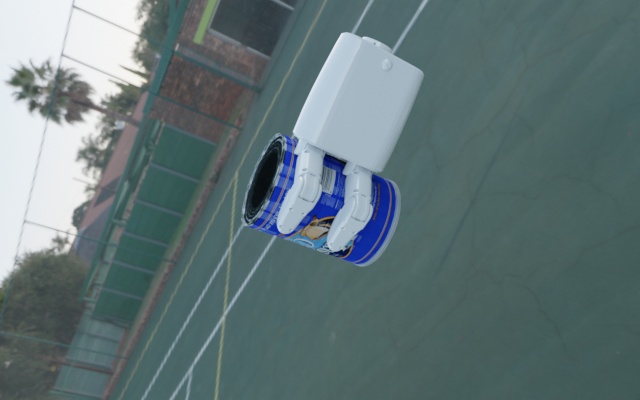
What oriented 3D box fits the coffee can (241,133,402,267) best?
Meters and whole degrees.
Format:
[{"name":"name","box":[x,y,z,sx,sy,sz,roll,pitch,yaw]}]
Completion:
[{"name":"coffee can","box":[0.000,0.002,0.514,0.140,0.103,0.103,21,-8,-21]}]
